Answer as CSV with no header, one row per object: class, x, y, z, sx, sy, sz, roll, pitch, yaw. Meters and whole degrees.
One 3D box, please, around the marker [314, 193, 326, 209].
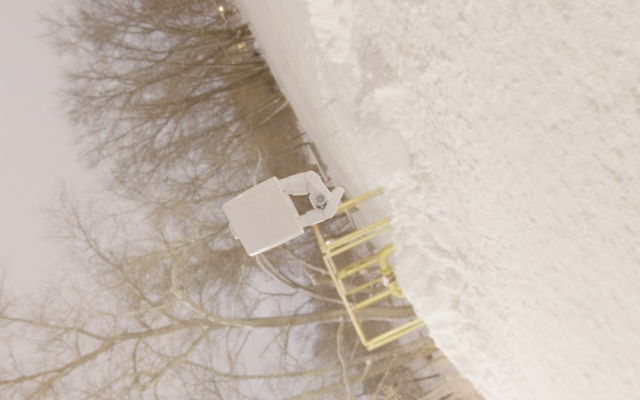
marker,0.000,0.003,0.814,0.020,0.020,0.121,0,-5,1
